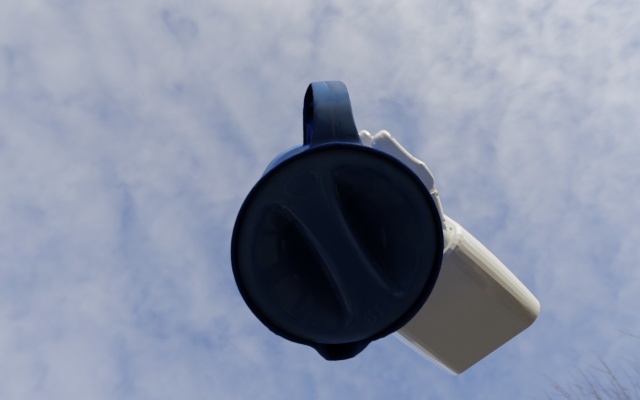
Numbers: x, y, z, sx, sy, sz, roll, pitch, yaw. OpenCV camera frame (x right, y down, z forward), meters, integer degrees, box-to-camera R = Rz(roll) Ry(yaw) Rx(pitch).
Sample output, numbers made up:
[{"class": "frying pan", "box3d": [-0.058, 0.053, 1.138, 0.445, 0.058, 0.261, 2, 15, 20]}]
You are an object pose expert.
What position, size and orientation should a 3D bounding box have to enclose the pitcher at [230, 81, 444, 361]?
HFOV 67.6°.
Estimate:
[{"class": "pitcher", "box3d": [0.000, 0.001, 0.404, 0.145, 0.149, 0.242, 40, 4, -12]}]
